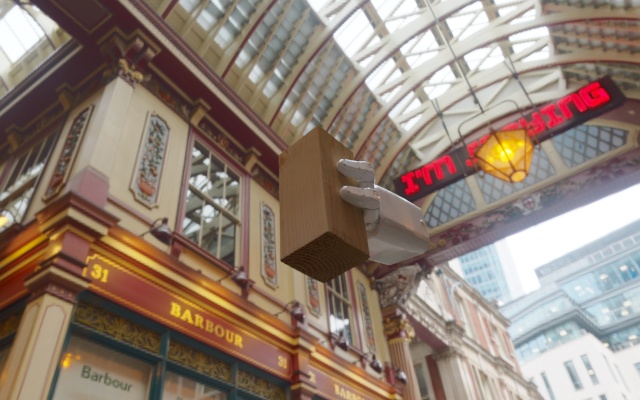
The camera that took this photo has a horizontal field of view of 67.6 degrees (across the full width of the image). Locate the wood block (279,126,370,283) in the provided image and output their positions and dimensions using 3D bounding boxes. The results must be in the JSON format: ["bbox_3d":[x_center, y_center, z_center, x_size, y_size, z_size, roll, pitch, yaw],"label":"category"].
[{"bbox_3d":[0.000,0.003,0.706,0.091,0.206,0.090,-35,-49,29],"label":"wood block"}]
